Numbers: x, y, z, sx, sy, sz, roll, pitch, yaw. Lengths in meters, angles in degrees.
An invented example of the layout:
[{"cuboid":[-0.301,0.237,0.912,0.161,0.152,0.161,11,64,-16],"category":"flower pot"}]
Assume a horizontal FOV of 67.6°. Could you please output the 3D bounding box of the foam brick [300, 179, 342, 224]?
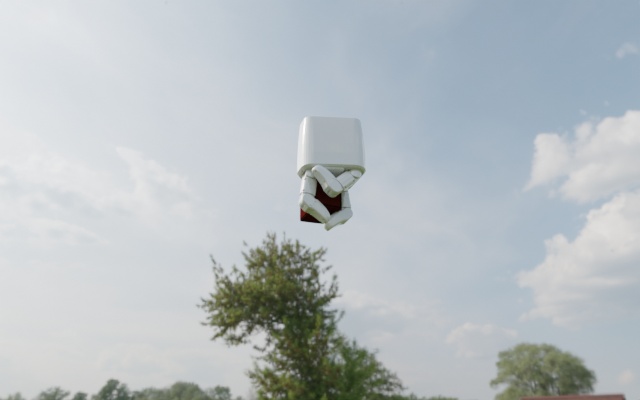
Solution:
[{"cuboid":[0.000,0.003,0.851,0.053,0.051,0.078,9,-28,-20],"category":"foam brick"}]
